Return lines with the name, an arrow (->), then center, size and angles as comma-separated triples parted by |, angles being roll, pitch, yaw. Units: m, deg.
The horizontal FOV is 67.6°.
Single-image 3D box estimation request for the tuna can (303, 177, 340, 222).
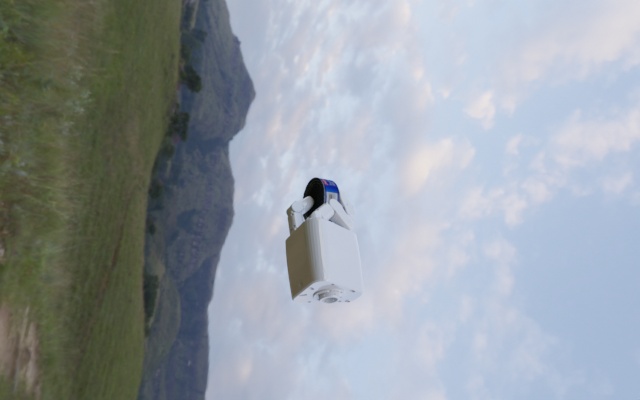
tuna can -> 0.001, 0.003, 0.859 | 0.034, 0.086, 0.086 | 8, -4, -27
